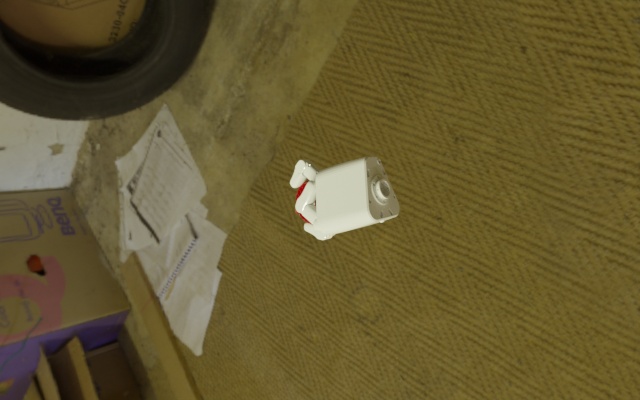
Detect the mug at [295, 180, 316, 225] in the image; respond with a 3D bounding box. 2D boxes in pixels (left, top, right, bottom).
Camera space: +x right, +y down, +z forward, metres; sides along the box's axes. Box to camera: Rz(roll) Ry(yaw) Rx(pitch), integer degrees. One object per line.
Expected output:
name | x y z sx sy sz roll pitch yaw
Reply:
mug | -0.001 0.003 0.891 0.117 0.093 0.081 -18 -6 40
